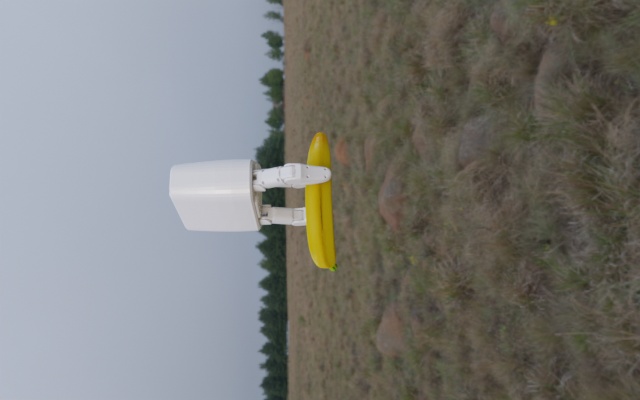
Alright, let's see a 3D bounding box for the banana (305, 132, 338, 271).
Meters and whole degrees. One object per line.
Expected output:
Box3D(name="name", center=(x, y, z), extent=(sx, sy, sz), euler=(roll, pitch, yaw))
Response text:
Box3D(name="banana", center=(-0.001, 0.008, 0.642), extent=(0.037, 0.198, 0.069), euler=(-3, 9, 4))
